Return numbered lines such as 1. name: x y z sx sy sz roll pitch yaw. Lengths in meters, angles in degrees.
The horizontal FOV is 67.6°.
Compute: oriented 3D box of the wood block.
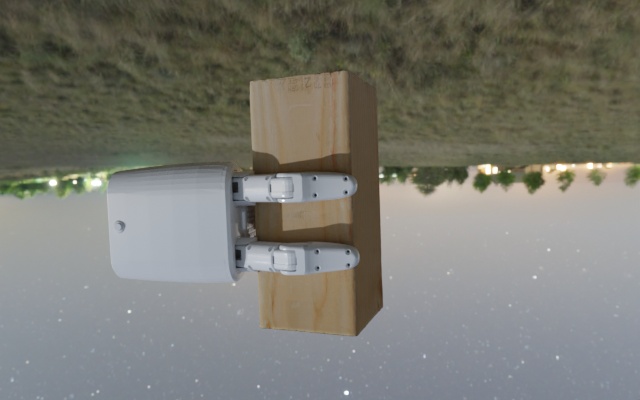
1. wood block: 0.000 0.002 0.423 0.090 0.206 0.091 -1 3 20
